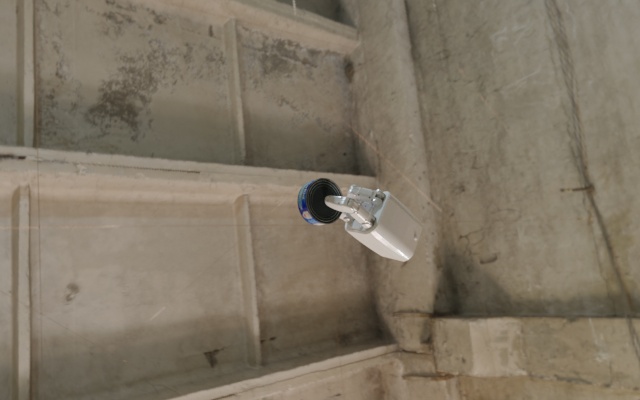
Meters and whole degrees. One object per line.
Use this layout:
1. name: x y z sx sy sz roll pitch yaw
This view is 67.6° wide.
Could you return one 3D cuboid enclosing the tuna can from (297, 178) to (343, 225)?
1. tuna can: 0.000 0.003 0.887 0.086 0.086 0.034 0 -8 -36
